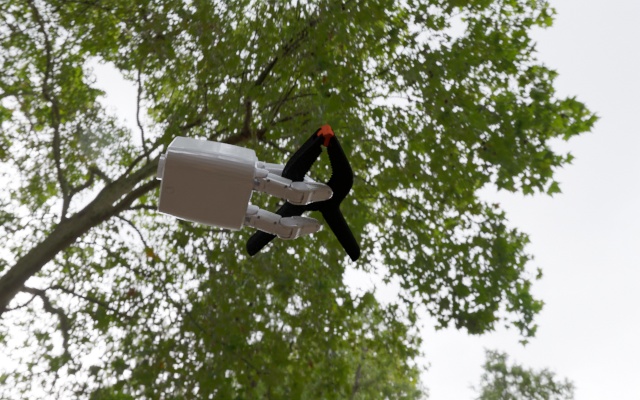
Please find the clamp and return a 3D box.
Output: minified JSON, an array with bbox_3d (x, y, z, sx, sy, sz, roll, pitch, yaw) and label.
[{"bbox_3d":[0.000,0.001,0.643,0.164,0.210,0.036,10,31,-15],"label":"clamp"}]
